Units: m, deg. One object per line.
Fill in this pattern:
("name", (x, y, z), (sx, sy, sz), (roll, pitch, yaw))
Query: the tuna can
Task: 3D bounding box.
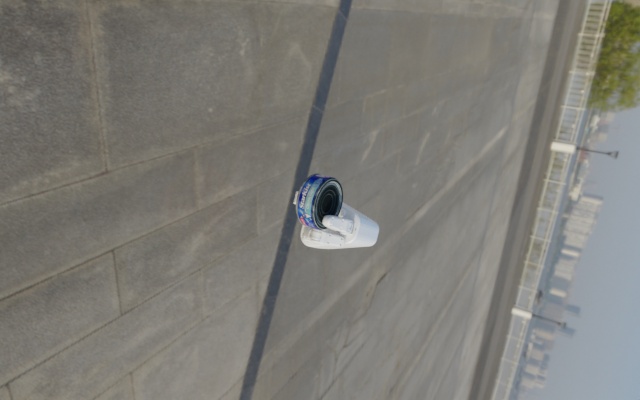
("tuna can", (0.001, 0.003, 0.753), (0.033, 0.086, 0.086), (15, 8, 32))
